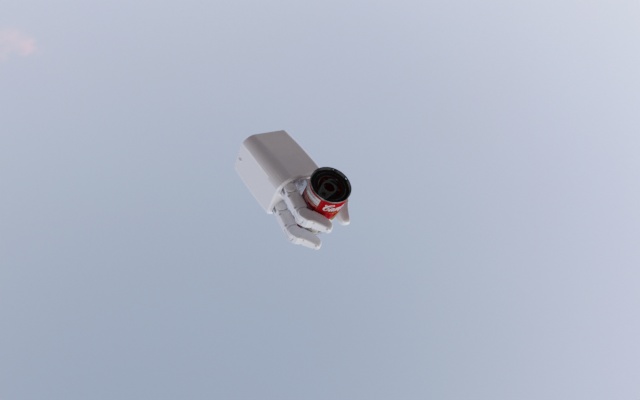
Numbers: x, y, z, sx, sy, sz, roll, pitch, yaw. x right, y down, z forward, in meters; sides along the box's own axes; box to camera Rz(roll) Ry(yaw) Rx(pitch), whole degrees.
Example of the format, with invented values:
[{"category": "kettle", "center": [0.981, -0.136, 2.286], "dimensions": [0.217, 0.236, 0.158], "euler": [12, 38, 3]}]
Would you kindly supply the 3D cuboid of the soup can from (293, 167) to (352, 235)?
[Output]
[{"category": "soup can", "center": [0.000, 0.003, 0.774], "dimensions": [0.068, 0.068, 0.102], "euler": [0, -33, -23]}]
